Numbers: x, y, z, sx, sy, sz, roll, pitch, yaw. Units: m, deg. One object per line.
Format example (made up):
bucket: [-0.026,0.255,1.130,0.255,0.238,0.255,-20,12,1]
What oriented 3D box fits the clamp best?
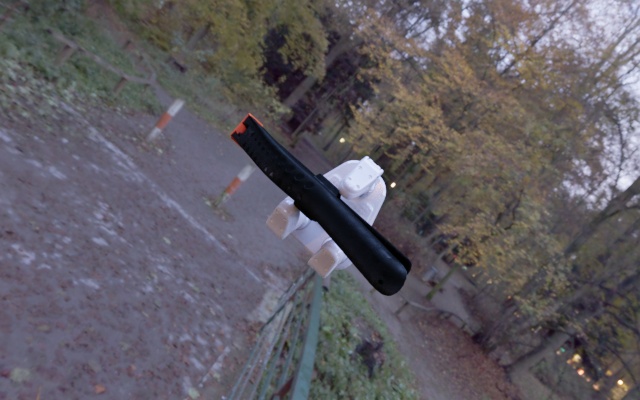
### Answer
clamp: [0.000,0.000,0.406,0.210,0.036,0.164,43,3,5]
